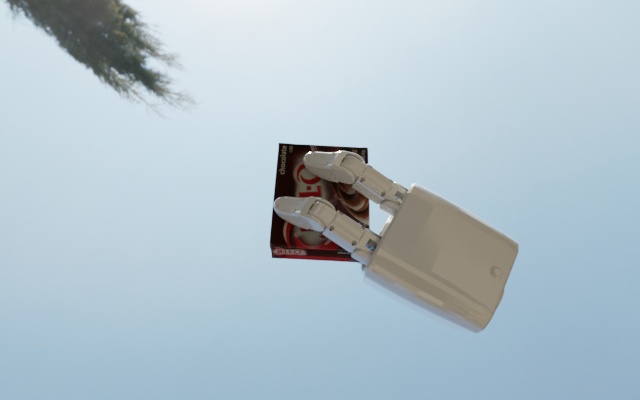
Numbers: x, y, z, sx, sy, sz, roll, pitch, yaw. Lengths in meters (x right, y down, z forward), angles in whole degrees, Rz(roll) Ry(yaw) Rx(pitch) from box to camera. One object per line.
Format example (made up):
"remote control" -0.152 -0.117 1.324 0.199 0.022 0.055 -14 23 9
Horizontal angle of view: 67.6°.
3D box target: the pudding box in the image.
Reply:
"pudding box" 0.000 0.002 0.461 0.090 0.113 0.039 3 -29 -3
